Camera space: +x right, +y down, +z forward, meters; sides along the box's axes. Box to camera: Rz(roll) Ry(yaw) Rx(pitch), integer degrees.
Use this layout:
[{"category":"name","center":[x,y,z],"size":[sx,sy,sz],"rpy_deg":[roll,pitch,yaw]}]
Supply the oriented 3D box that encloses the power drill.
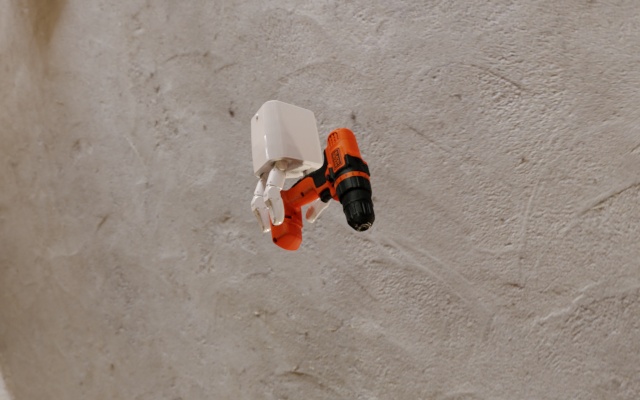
[{"category":"power drill","center":[0.000,0.002,0.739],"size":[0.057,0.184,0.188],"rpy_deg":[27,-51,-37]}]
